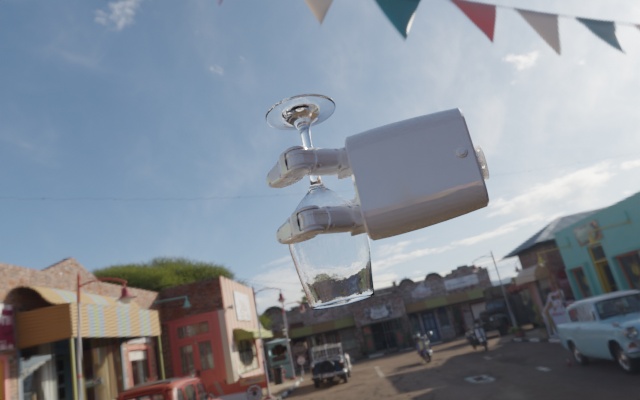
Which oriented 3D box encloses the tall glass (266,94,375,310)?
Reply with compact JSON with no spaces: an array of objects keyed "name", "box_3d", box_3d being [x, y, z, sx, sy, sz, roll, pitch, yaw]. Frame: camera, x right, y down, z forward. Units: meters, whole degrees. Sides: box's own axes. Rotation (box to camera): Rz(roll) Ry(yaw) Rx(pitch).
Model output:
[{"name":"tall glass","box_3d":[0.000,0.001,0.470,0.079,0.201,0.079,-11,-16,-3]}]
